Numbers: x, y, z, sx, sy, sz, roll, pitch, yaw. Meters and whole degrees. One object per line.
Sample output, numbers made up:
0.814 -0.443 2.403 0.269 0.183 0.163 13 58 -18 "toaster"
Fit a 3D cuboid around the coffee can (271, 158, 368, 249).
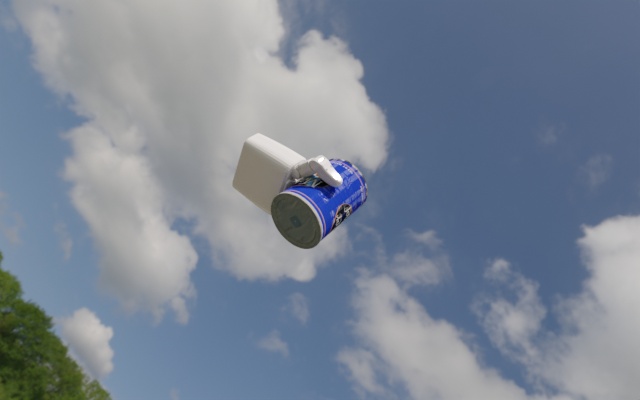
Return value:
0.000 0.003 0.808 0.103 0.103 0.140 0 27 42 "coffee can"
